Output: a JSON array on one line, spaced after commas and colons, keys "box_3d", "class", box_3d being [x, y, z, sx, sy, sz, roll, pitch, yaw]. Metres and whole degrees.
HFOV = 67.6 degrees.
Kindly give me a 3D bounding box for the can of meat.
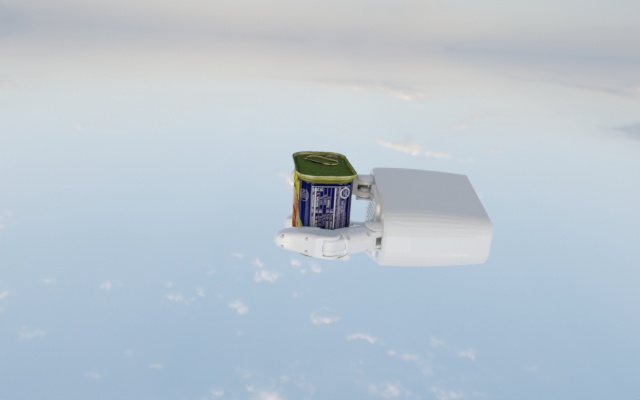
[{"box_3d": [0.000, 0.002, 0.486, 0.057, 0.084, 0.102, 1, 19, -7], "class": "can of meat"}]
